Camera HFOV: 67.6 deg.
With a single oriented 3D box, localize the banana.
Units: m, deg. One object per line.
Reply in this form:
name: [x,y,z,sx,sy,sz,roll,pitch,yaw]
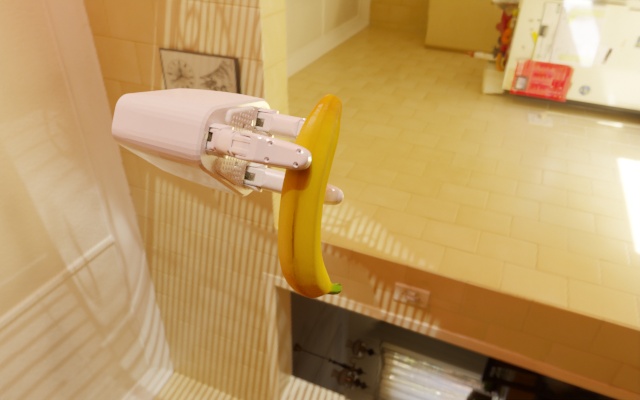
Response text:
banana: [-0.009,0.012,0.410,0.037,0.198,0.069,15,30,26]
